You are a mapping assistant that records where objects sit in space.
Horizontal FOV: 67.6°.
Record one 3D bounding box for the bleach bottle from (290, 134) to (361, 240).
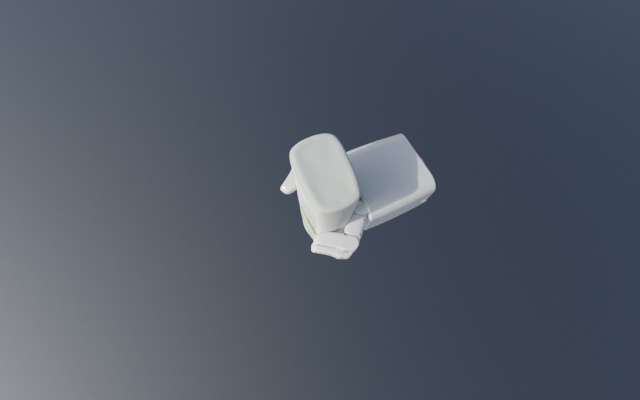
[{"bbox_3d":[0.000,0.002,0.682,0.068,0.102,0.251,-22,-14,-9],"label":"bleach bottle"}]
